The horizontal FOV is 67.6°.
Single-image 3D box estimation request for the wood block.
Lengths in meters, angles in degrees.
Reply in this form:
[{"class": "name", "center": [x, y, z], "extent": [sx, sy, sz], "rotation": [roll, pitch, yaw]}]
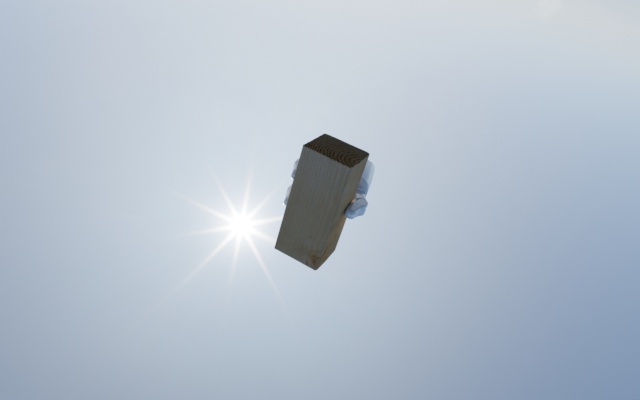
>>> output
[{"class": "wood block", "center": [0.001, 0.003, 0.826], "extent": [0.091, 0.206, 0.090], "rotation": [26, 30, 16]}]
